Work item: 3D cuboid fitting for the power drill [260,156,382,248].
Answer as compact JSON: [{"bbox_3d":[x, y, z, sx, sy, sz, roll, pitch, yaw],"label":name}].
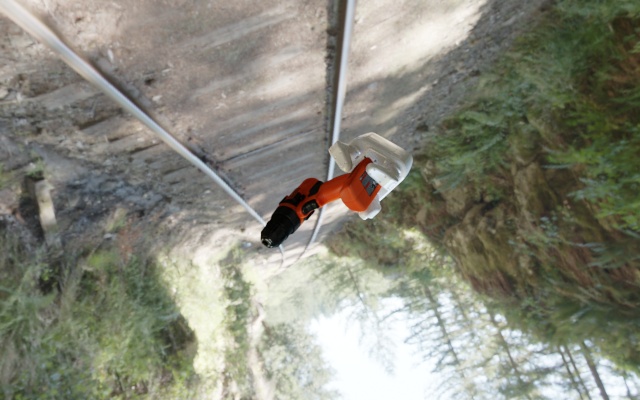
[{"bbox_3d":[0.001,0.002,0.797,0.188,0.057,0.184,-17,24,39],"label":"power drill"}]
